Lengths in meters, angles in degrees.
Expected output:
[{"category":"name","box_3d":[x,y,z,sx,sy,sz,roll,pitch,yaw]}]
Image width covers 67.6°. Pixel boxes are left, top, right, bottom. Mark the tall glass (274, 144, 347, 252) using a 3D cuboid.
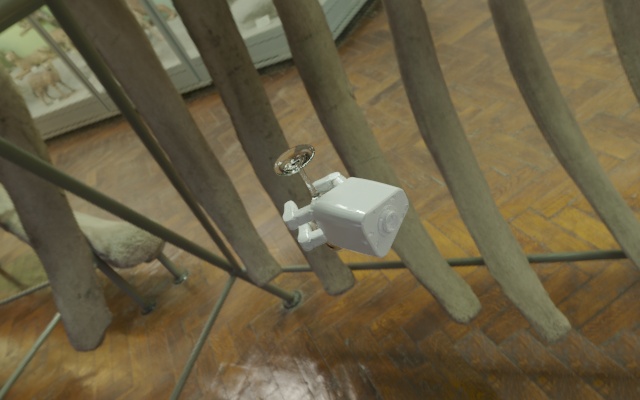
[{"category":"tall glass","box_3d":[0.000,0.002,0.825,0.079,0.079,0.201,0,-44,36]}]
